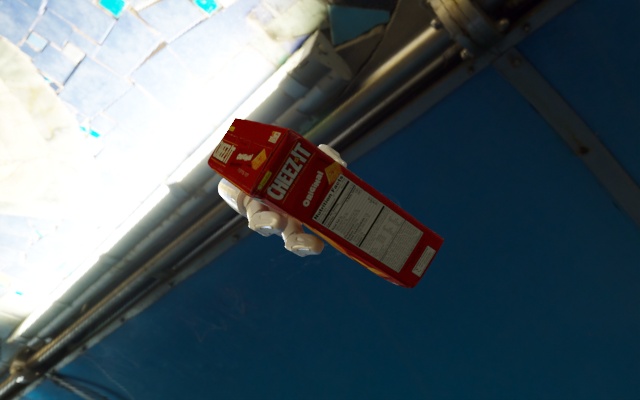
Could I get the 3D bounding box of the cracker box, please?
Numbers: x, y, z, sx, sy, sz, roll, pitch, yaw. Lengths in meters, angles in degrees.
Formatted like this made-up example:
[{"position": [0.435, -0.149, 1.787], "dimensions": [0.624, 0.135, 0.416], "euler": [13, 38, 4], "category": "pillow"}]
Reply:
[{"position": [0.000, 0.002, 0.512], "dimensions": [0.214, 0.072, 0.164], "euler": [33, -4, -29], "category": "cracker box"}]
